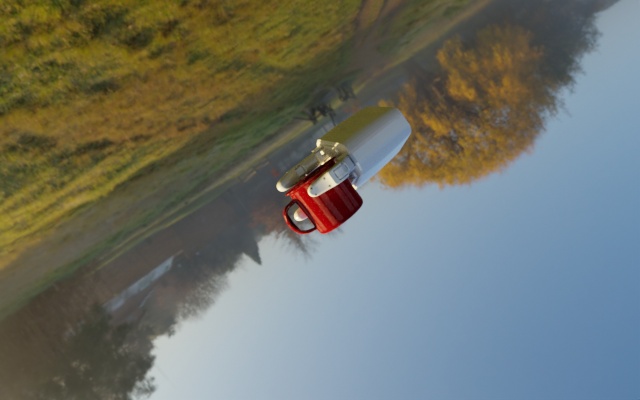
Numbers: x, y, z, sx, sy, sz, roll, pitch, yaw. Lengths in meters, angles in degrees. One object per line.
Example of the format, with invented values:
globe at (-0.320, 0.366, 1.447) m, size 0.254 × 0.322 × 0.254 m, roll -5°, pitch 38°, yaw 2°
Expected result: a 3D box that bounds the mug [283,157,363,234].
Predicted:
mug at (-0.001, 0.003, 0.704) m, size 0.117 × 0.081 × 0.093 m, roll -39°, pitch 6°, yaw -13°
